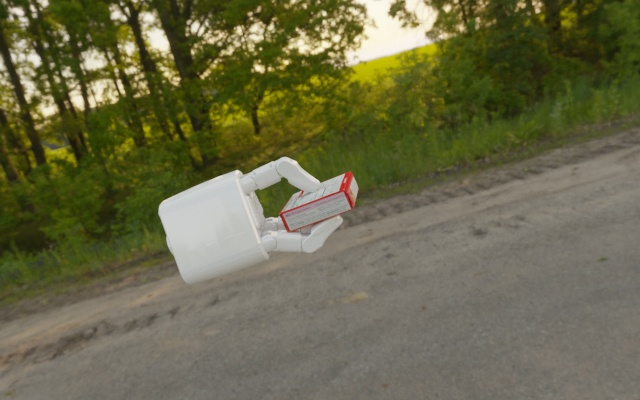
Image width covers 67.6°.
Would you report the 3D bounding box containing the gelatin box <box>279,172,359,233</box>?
[{"bbox_3d":[0.000,0.001,0.592,0.089,0.030,0.073,-21,15,16],"label":"gelatin box"}]
